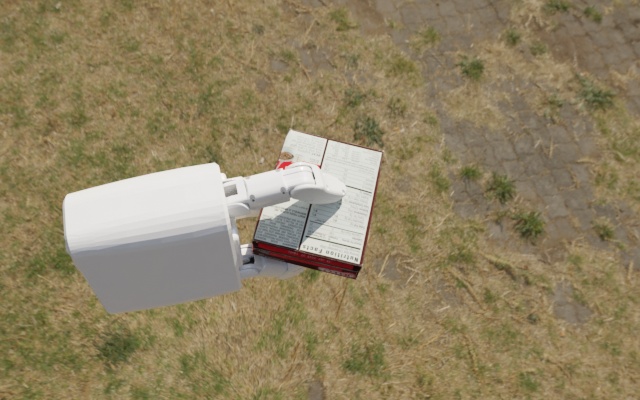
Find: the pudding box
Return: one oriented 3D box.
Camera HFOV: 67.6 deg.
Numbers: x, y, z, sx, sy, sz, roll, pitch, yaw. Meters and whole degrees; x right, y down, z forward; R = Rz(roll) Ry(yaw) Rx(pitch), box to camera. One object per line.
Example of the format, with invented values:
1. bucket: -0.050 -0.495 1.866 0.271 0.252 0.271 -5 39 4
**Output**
1. pudding box: 0.000 0.001 0.403 0.090 0.113 0.039 14 -24 0
